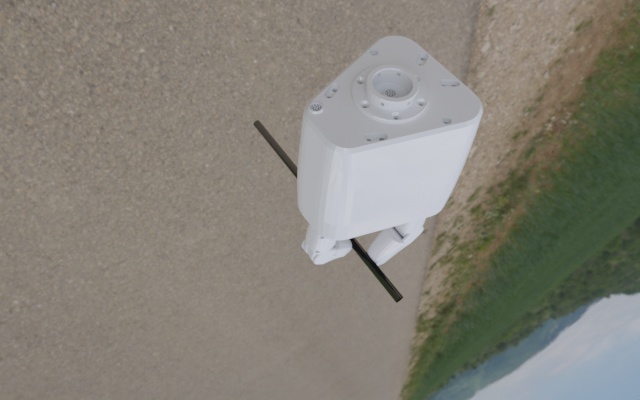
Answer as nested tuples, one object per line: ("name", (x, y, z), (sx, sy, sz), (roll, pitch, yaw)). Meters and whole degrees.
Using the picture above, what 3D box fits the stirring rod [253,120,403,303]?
("stirring rod", (0.000, 0.001, 0.465), (0.011, 0.239, 0.011), (-31, -26, -17))
